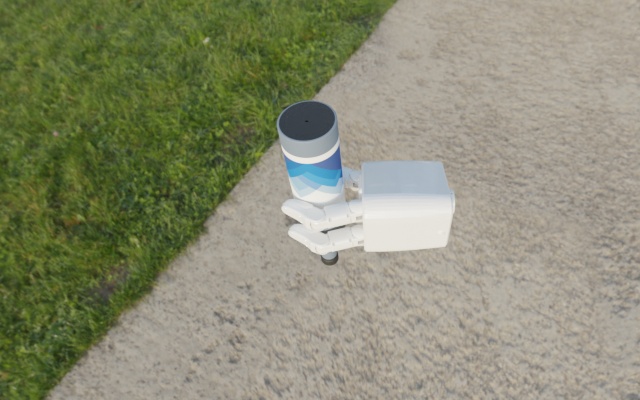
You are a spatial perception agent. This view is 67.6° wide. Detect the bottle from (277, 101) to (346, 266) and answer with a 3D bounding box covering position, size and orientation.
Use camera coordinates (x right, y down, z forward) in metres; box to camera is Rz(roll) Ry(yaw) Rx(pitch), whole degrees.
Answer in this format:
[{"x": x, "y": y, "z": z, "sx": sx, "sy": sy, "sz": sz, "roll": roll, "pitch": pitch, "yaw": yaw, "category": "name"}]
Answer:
[{"x": 0.000, "y": 0.002, "z": 0.635, "sx": 0.069, "sy": 0.069, "sz": 0.296, "roll": 0, "pitch": -37, "yaw": 7, "category": "bottle"}]
